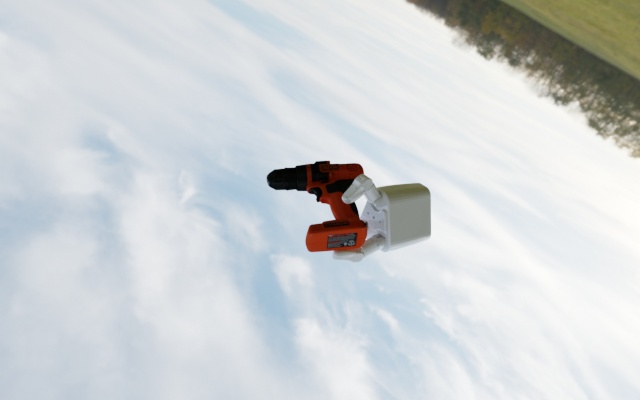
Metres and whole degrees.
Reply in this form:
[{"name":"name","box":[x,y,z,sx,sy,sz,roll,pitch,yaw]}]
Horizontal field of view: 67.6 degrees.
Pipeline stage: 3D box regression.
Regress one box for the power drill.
[{"name":"power drill","box":[0.000,0.003,0.850,0.184,0.187,0.057,-5,-43,-6]}]
